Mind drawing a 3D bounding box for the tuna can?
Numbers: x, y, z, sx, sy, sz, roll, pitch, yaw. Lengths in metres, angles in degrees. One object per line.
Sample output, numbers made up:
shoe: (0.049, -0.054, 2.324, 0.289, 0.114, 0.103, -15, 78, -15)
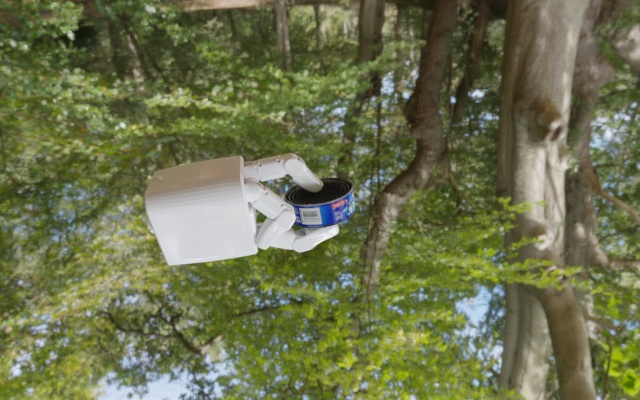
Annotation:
tuna can: (0.000, 0.002, 0.599, 0.086, 0.034, 0.086, -8, 22, 3)
